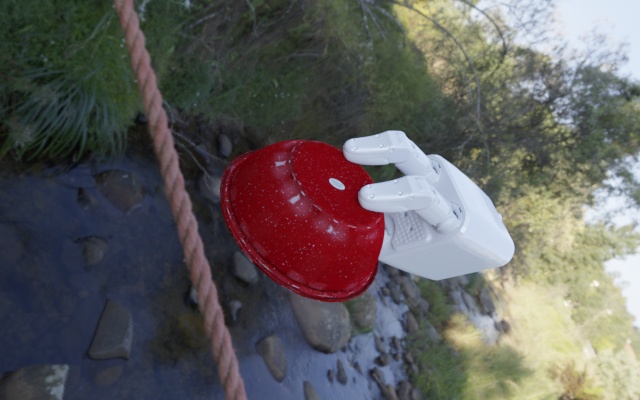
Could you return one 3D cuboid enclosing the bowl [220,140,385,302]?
[{"bbox_3d":[-0.001,0.001,0.402,0.162,0.162,0.055,0,-37,-43],"label":"bowl"}]
